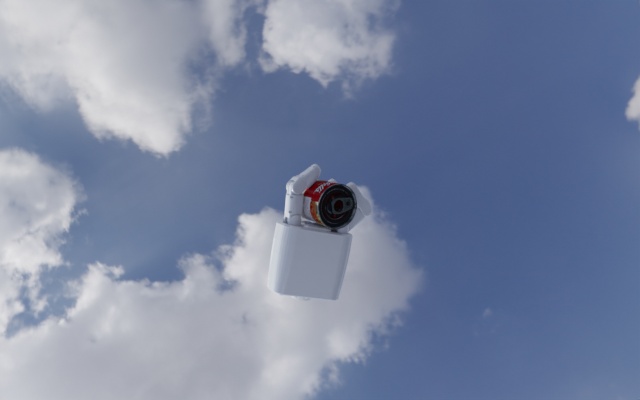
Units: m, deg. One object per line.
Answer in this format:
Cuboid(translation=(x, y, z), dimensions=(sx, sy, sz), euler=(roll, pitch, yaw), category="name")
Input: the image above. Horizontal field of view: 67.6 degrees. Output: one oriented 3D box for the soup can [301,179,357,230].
Cuboid(translation=(0.000, 0.002, 0.740), dimensions=(0.068, 0.068, 0.102), euler=(0, 8, -31), category="soup can")
